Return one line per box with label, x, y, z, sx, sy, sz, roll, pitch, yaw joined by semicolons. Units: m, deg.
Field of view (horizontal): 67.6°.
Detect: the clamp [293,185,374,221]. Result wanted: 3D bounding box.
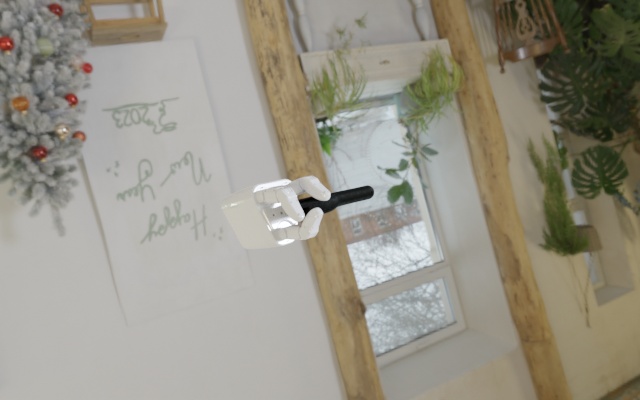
clamp;0.000;0.003;0.838;0.171;0.039;0.120;-14;1;-44
